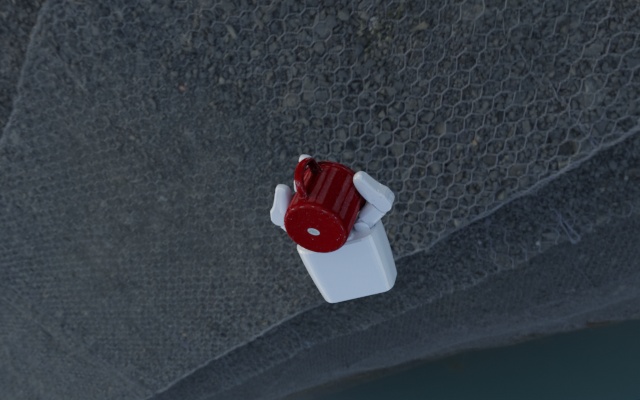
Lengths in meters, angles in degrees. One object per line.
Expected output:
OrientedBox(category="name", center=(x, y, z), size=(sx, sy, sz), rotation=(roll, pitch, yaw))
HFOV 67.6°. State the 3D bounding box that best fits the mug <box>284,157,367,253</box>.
OrientedBox(category="mug", center=(0.000, 0.001, 0.591), size=(0.093, 0.117, 0.081), rotation=(-6, 36, 27))
